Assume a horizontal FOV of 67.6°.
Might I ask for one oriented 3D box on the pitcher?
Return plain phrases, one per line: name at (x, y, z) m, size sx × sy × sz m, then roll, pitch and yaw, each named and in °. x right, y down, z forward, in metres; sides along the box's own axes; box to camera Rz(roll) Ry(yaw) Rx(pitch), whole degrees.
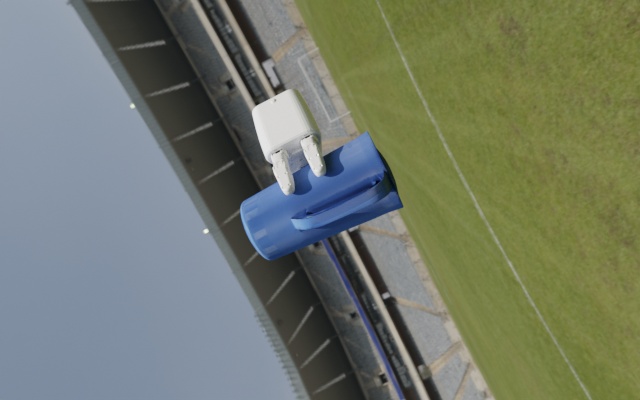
pitcher at (0.000, 0.002, 0.755) m, size 0.243 × 0.145 × 0.149 m, roll -26°, pitch -29°, yaw 6°
